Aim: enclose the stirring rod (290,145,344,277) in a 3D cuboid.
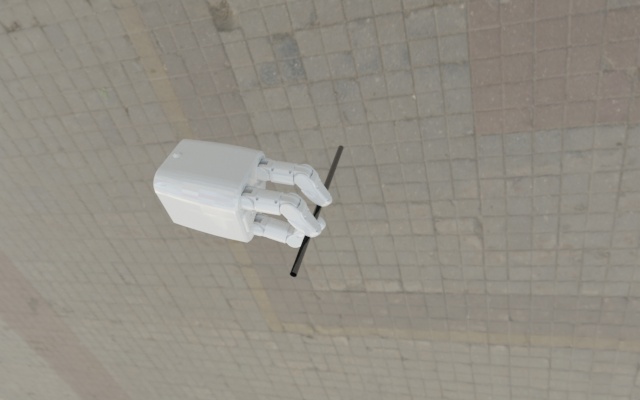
[{"bbox_3d":[0.000,0.002,0.602,0.011,0.011,0.239,0,41,19],"label":"stirring rod"}]
